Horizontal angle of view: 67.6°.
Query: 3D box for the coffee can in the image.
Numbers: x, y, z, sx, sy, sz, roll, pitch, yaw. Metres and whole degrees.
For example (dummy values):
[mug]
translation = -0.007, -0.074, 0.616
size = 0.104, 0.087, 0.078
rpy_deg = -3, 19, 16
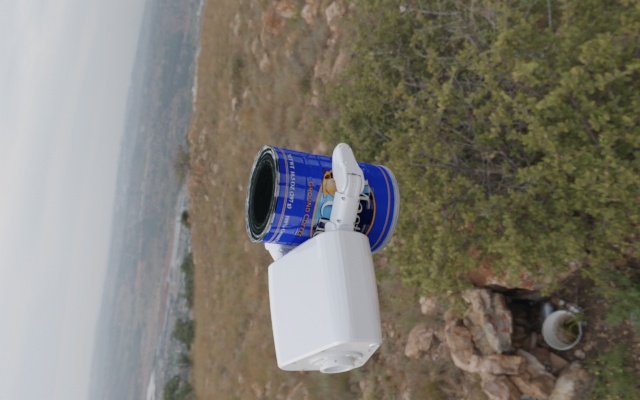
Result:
[coffee can]
translation = 0.000, 0.002, 0.522
size = 0.140, 0.103, 0.103
rpy_deg = 8, -3, -24
